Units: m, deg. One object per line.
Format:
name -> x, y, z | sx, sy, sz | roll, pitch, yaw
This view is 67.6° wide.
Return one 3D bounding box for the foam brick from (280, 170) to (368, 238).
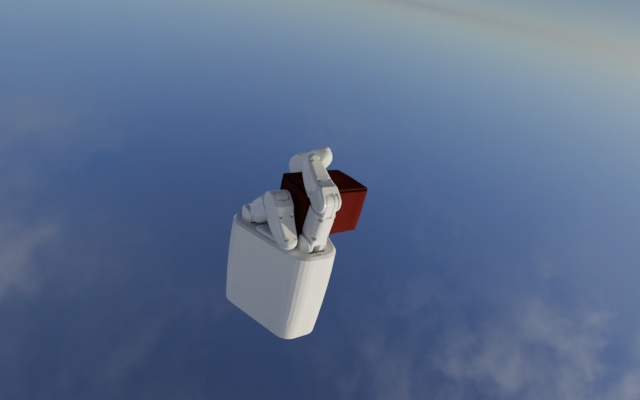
foam brick -> 0.000, 0.002, 0.509 | 0.078, 0.051, 0.053 | -6, 30, -36
